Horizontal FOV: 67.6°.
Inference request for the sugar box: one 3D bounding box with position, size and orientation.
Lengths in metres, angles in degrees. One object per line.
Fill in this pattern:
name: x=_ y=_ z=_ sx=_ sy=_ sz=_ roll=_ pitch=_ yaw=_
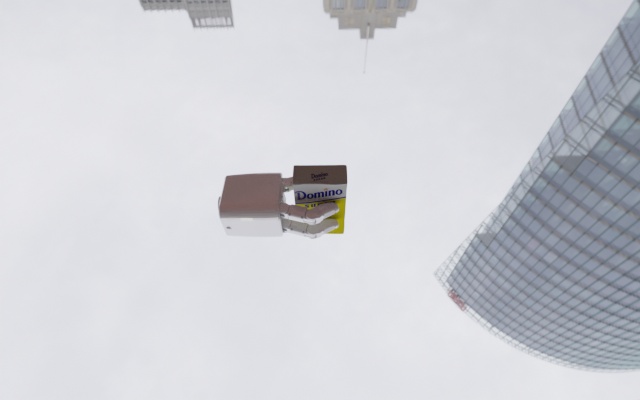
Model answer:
sugar box: x=0.000 y=0.003 z=0.864 sx=0.093 sy=0.048 sz=0.176 roll=-1 pitch=-30 yaw=1
